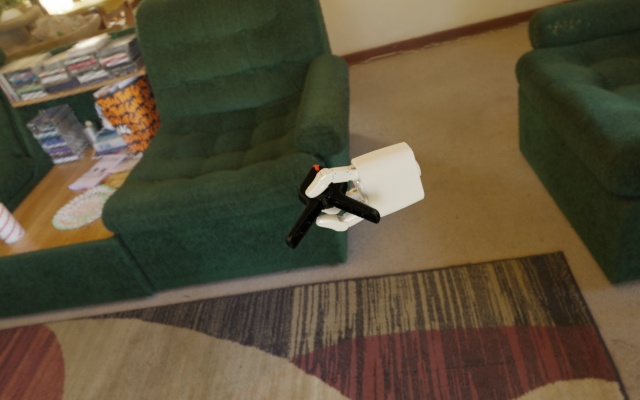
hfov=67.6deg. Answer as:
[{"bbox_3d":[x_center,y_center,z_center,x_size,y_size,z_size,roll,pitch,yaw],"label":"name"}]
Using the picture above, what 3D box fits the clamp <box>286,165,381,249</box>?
[{"bbox_3d":[0.000,0.002,0.871,0.164,0.036,0.209,-20,36,-4],"label":"clamp"}]
